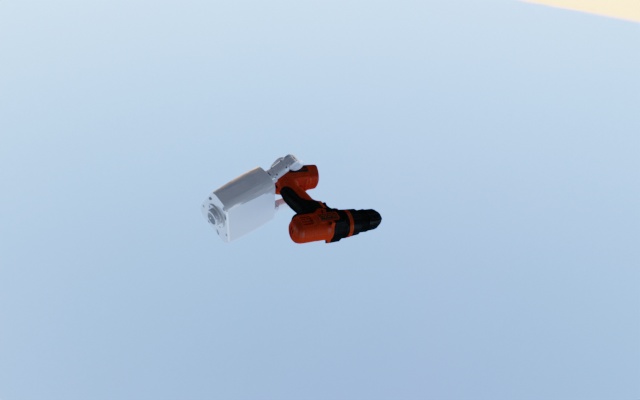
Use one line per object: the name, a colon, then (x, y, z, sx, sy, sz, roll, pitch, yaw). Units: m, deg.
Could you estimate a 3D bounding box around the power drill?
power drill: (0.000, 0.003, 0.893, 0.184, 0.057, 0.187, -6, 37, -30)
